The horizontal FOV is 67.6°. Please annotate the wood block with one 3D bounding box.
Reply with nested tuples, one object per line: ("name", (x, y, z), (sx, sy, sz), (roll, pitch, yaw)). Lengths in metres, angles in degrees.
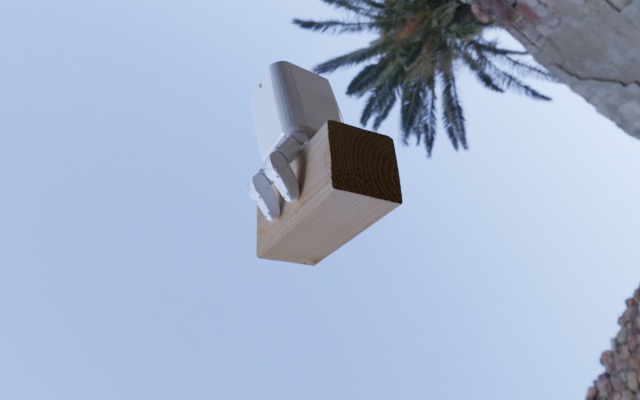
("wood block", (0.000, 0.002, 0.593), (0.091, 0.090, 0.206), (11, -31, -26))
